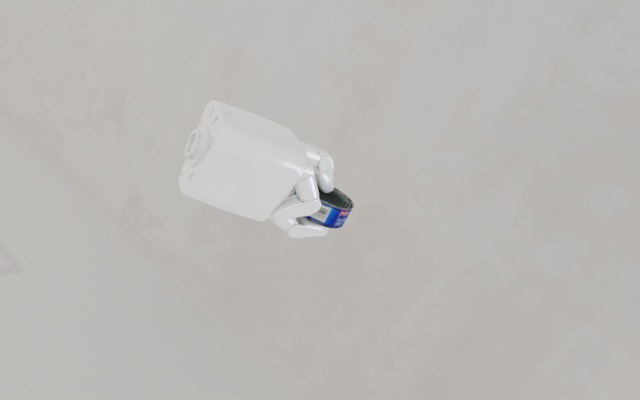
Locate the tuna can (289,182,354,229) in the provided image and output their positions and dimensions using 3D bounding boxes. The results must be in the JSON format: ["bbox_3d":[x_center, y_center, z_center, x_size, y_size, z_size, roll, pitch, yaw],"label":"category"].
[{"bbox_3d":[0.000,0.003,0.648,0.086,0.034,0.086,24,17,-8],"label":"tuna can"}]
